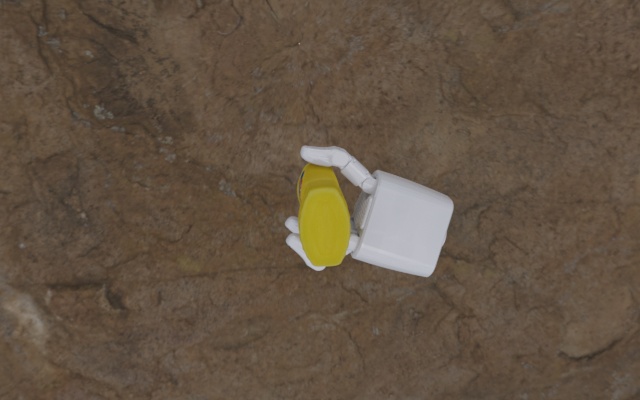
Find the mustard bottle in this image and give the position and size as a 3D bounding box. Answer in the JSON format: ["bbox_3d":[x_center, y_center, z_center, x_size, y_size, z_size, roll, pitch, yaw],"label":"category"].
[{"bbox_3d":[0.000,0.002,0.608,0.058,0.096,0.191,-5,19,-1],"label":"mustard bottle"}]
